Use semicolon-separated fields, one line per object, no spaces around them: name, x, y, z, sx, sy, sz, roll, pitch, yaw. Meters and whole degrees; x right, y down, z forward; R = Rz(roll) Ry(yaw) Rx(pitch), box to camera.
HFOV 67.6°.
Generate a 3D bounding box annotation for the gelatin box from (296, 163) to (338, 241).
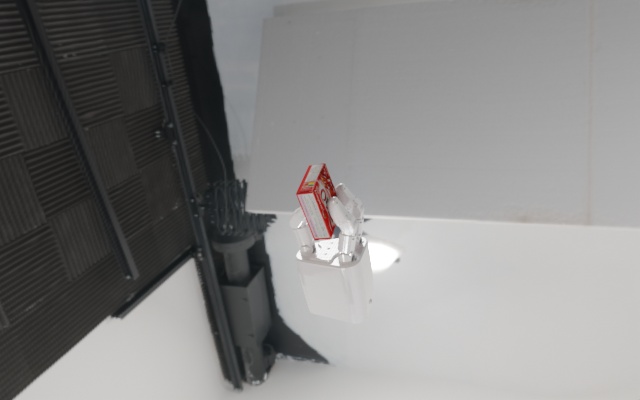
gelatin box;0.000;0.002;0.697;0.030;0.089;0.073;-7;34;22
